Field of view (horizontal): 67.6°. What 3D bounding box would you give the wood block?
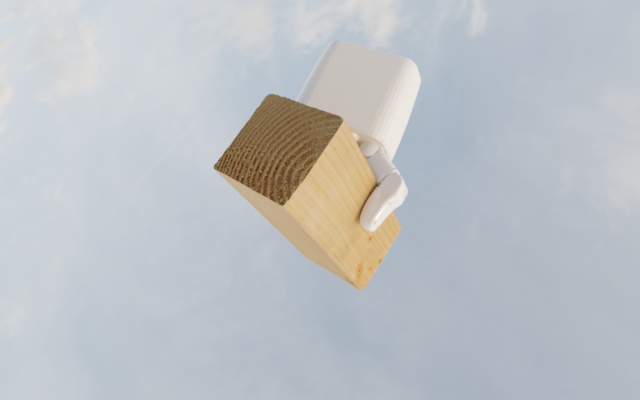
[{"bbox_3d":[0.001,0.001,0.479,0.091,0.090,0.206,26,-15,34],"label":"wood block"}]
